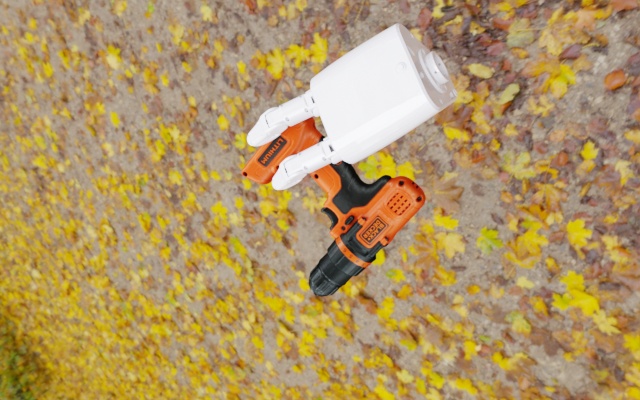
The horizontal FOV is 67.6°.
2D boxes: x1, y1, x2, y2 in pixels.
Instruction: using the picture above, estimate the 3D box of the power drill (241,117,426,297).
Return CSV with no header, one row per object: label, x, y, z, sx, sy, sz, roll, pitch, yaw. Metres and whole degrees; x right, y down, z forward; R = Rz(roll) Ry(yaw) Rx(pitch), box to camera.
power drill,0.000,0.001,0.566,0.187,0.184,0.057,42,18,1
